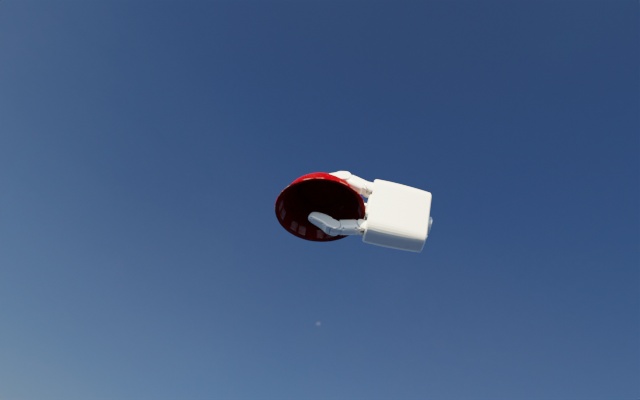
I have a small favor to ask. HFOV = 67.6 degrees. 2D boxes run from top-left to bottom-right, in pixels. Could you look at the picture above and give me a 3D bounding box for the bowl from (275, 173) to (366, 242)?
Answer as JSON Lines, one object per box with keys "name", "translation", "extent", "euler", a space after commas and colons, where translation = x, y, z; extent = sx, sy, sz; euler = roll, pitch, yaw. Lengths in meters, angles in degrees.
{"name": "bowl", "translation": [-0.001, 0.002, 0.863], "extent": [0.162, 0.162, 0.055], "euler": [1, 45, 1]}
